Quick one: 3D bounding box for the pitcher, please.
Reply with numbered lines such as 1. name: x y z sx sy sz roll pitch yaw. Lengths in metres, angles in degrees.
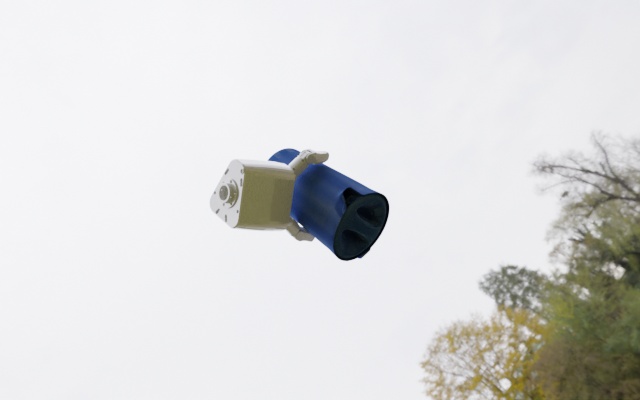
1. pitcher: 0.000 0.003 0.887 0.145 0.149 0.242 2 25 -46
